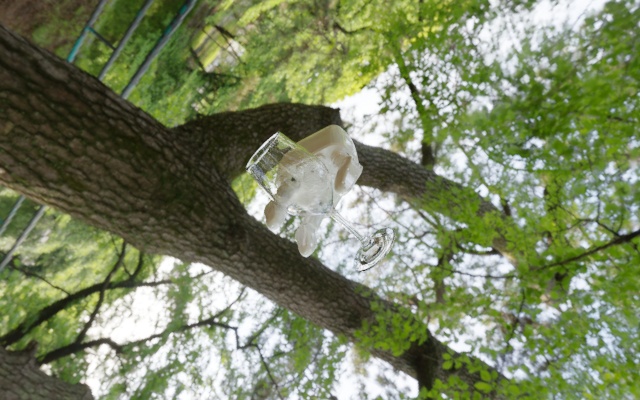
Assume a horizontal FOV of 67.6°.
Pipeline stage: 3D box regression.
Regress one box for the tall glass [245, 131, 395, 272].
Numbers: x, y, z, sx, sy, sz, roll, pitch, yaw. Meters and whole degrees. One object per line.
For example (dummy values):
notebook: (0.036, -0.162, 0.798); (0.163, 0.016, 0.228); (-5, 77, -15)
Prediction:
tall glass: (0.001, 0.002, 0.605); (0.201, 0.079, 0.079); (41, -15, -17)
